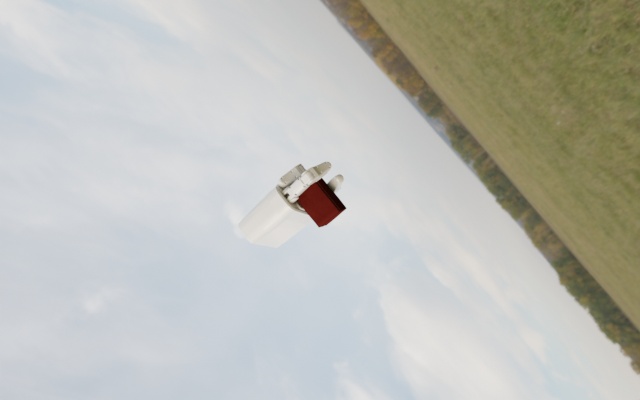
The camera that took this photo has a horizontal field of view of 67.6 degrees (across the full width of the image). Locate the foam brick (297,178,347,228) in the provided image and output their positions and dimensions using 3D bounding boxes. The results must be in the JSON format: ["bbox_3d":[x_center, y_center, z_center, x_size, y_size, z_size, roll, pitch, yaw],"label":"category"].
[{"bbox_3d":[0.000,0.003,0.859,0.051,0.078,0.053,-41,-9,14],"label":"foam brick"}]
